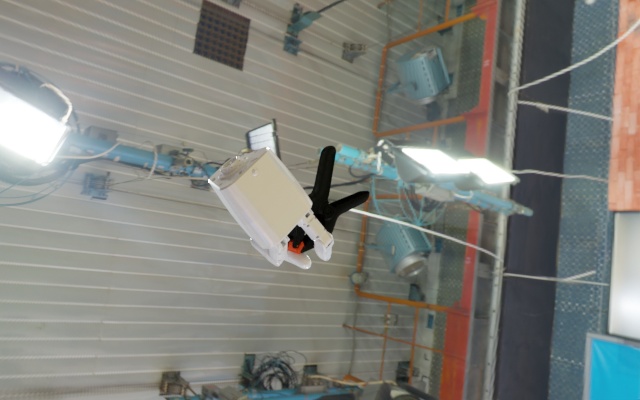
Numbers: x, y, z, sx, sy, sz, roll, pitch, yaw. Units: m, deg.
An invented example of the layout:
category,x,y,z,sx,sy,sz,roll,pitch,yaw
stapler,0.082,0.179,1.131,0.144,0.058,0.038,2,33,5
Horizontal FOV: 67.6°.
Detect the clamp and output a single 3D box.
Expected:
category,x,y,z,sx,sy,sz,roll,pitch,yaw
clamp,0.000,0.003,0.733,0.171,0.120,0.039,-48,26,-27
